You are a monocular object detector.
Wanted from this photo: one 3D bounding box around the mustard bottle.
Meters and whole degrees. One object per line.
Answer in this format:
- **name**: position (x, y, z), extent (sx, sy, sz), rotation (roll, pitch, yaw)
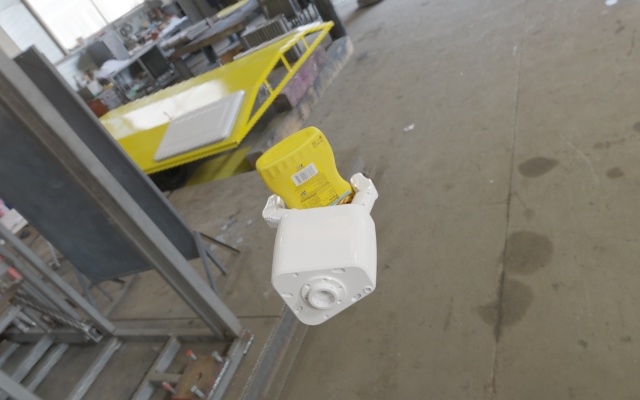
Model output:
- **mustard bottle**: position (0.000, 0.002, 0.649), extent (0.096, 0.192, 0.058), rotation (-34, 30, -3)
